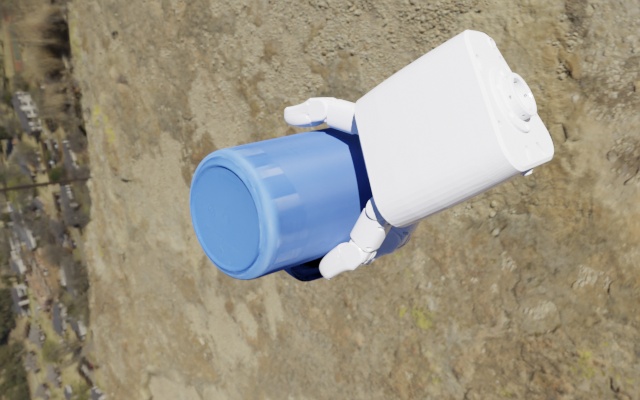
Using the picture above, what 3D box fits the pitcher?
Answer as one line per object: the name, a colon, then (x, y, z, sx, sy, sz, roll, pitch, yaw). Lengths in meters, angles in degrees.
pitcher: (0.000, 0.001, 0.469, 0.145, 0.149, 0.243, -26, -7, 42)
